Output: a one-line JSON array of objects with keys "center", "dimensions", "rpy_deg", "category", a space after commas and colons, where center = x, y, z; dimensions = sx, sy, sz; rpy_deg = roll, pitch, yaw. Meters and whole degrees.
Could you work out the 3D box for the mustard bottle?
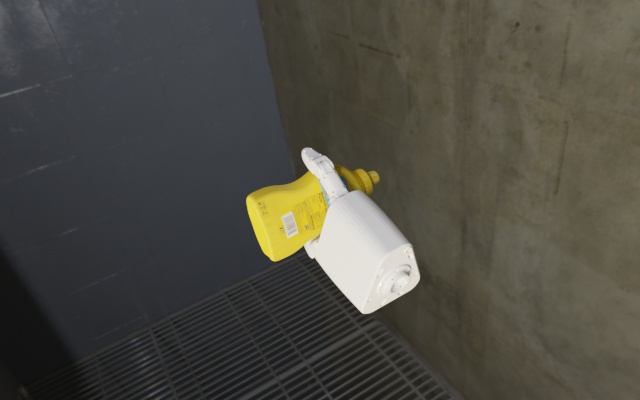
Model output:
[{"center": [0.000, 0.002, 0.659], "dimensions": [0.191, 0.096, 0.058], "rpy_deg": [-24, 24, -20], "category": "mustard bottle"}]
